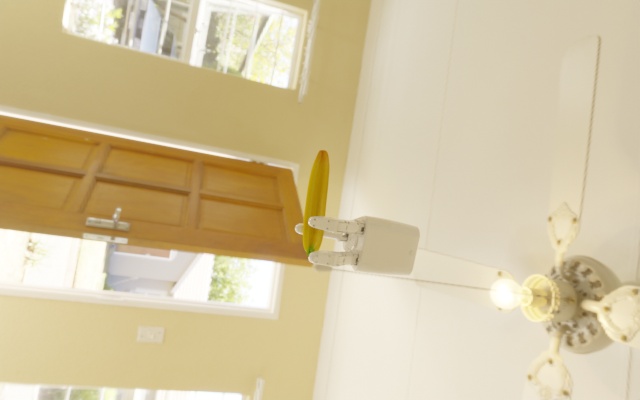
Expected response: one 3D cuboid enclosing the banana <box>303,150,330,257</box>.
[{"bbox_3d":[-0.006,0.011,0.841,0.037,0.197,0.070,10,-20,-14],"label":"banana"}]
